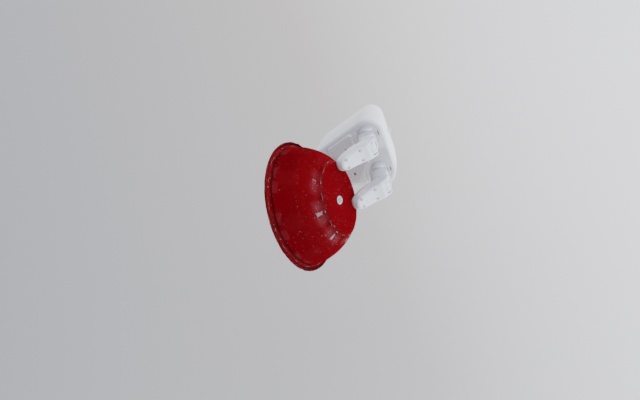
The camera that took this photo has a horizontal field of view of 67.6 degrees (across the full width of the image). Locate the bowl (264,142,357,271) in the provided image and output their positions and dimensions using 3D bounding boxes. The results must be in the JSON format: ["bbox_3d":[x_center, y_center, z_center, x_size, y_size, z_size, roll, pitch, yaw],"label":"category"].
[{"bbox_3d":[0.000,0.003,0.578,0.055,0.162,0.162,-12,-6,28],"label":"bowl"}]
